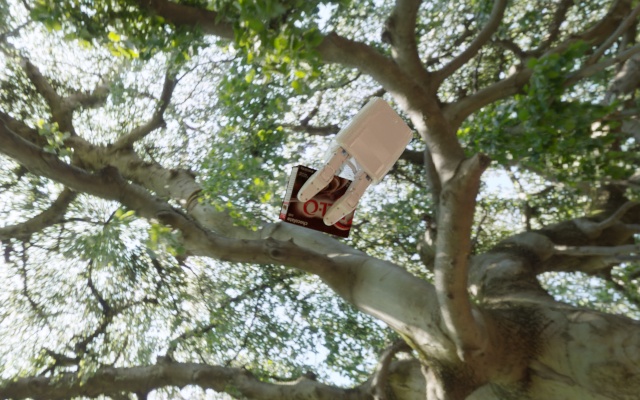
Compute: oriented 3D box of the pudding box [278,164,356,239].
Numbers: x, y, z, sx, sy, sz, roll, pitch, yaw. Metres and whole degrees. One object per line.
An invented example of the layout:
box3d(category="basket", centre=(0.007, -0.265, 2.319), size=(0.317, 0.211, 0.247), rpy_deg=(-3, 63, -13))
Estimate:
box3d(category="pudding box", centre=(0.000, 0.002, 0.738), size=(0.113, 0.090, 0.039), rpy_deg=(16, -4, -20))
